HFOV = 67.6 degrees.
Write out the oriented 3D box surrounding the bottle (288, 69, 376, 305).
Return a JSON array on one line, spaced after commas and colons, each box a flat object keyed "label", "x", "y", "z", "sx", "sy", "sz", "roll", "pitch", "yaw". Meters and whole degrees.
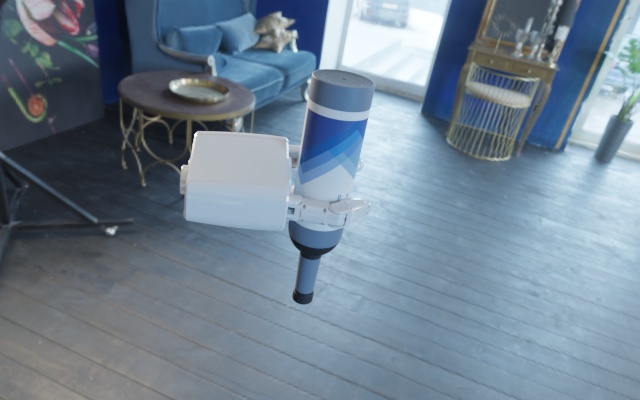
[{"label": "bottle", "x": 0.000, "y": 0.002, "z": 0.558, "sx": 0.069, "sy": 0.296, "sz": 0.069, "roll": 8, "pitch": 29, "yaw": -5}]
